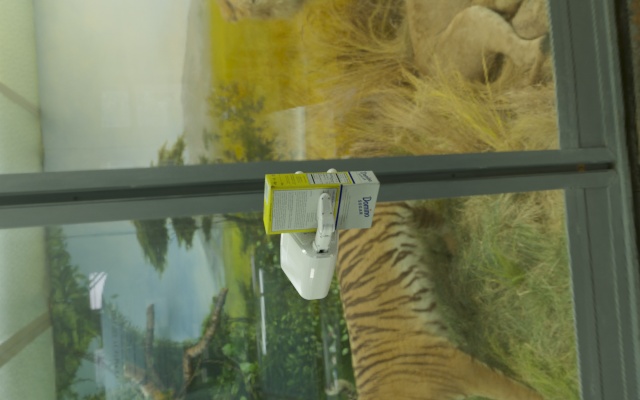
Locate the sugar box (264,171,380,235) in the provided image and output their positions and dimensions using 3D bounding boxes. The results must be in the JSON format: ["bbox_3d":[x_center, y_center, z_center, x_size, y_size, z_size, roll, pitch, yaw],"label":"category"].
[{"bbox_3d":[0.000,0.002,0.766,0.176,0.093,0.048,-4,37,-16],"label":"sugar box"}]
